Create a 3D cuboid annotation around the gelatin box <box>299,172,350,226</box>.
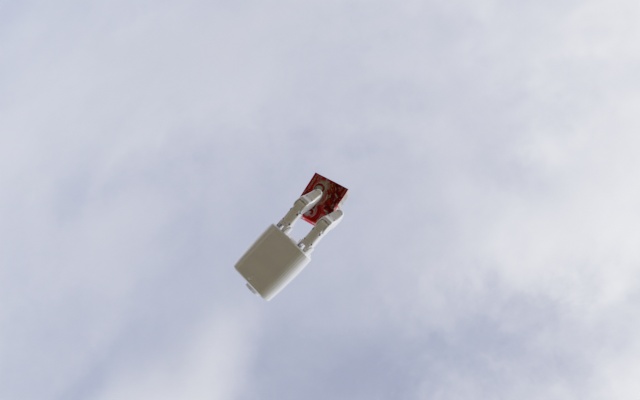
[{"bbox_3d":[0.000,0.003,0.879,0.073,0.089,0.030,28,-16,18],"label":"gelatin box"}]
